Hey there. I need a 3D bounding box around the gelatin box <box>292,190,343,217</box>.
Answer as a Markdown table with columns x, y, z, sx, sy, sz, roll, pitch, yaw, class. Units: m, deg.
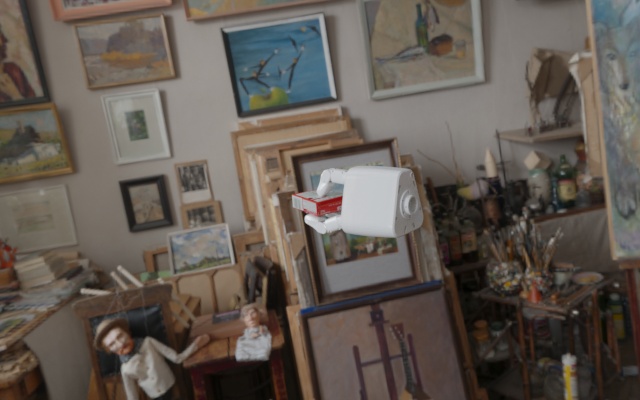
| x | y | z | sx | sy | sz | roll | pitch | yaw | class |
| --- | --- | --- | --- | --- | --- | --- | --- | --- | --- |
| 0.000 | 0.002 | 0.897 | 0.073 | 0.030 | 0.089 | -13 | 18 | -33 | gelatin box |
